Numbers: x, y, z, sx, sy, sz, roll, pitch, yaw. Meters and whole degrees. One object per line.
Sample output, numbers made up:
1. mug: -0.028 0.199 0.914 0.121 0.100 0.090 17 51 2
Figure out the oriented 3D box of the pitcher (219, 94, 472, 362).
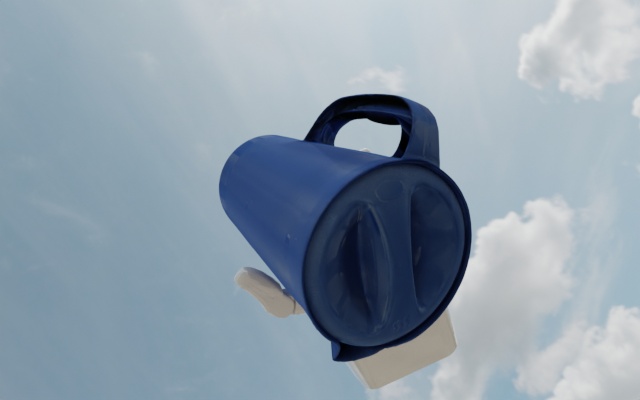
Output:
1. pitcher: 0.000 0.002 0.405 0.149 0.145 0.242 -35 28 -15
